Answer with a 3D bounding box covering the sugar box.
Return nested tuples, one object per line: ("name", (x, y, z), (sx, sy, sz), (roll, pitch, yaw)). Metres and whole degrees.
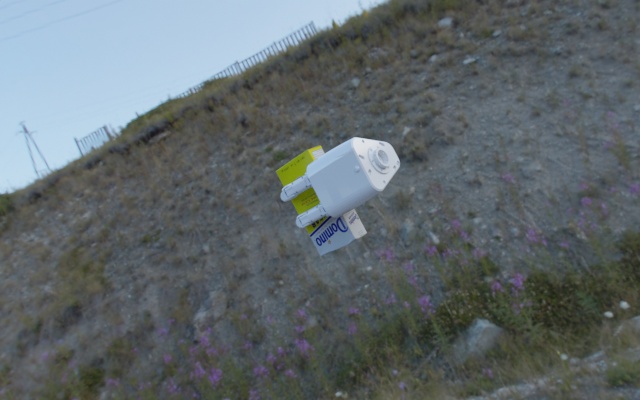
("sugar box", (0.000, 0.003, 0.846), (0.093, 0.176, 0.048), (-30, -4, 40))
